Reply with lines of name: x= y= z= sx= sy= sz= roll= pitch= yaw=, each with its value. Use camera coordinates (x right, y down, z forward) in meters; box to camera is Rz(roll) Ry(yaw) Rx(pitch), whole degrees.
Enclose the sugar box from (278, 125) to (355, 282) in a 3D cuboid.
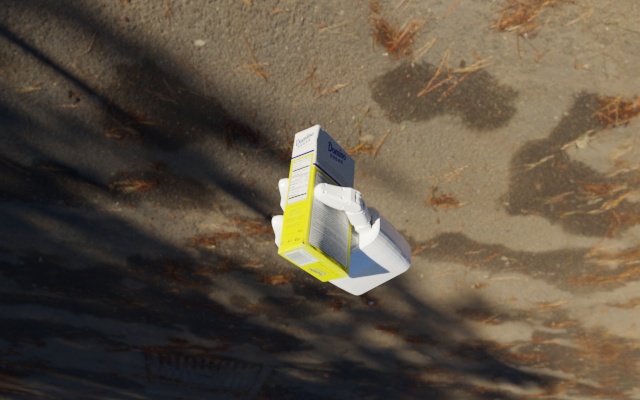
sugar box: x=0.000 y=0.002 z=0.603 sx=0.048 sy=0.176 sz=0.093 roll=-19 pitch=-40 yaw=30
